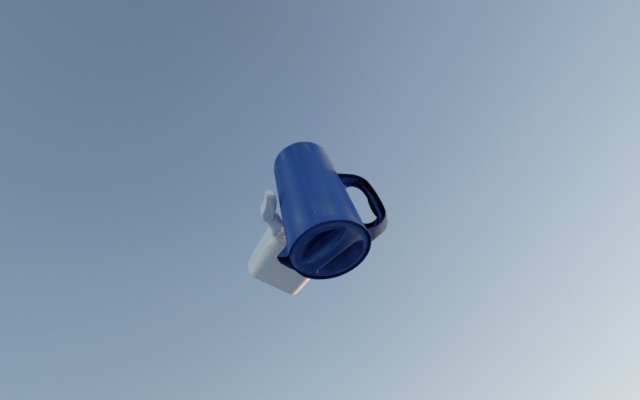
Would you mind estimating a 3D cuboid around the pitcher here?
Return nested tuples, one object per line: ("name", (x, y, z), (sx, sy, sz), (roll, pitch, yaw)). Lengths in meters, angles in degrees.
("pitcher", (0.000, 0.003, 0.824), (0.149, 0.145, 0.242), (16, 34, -29))
